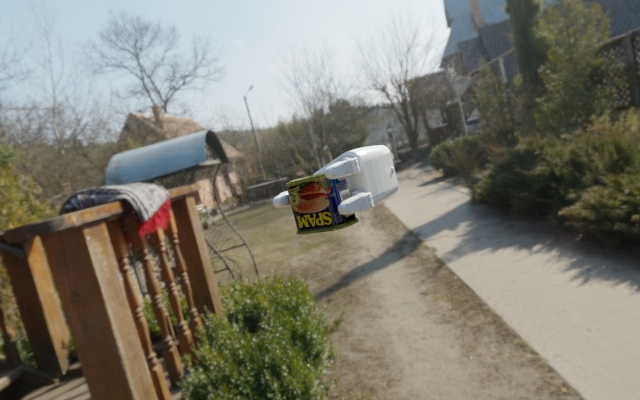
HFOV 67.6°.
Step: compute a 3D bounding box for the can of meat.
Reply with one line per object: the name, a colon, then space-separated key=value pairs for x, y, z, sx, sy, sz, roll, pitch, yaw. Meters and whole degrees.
can of meat: x=0.000 y=0.002 z=0.731 sx=0.102 sy=0.084 sz=0.057 roll=-10 pitch=7 yaw=41
